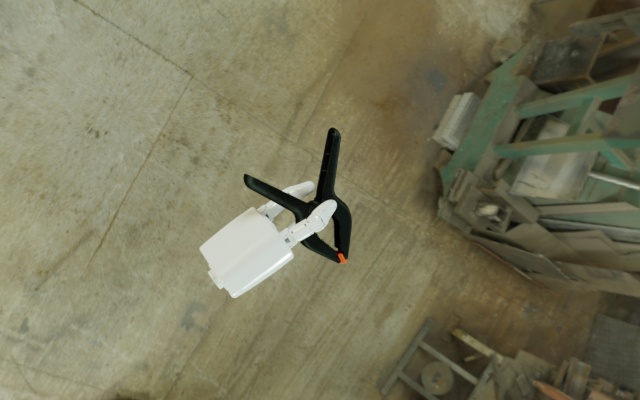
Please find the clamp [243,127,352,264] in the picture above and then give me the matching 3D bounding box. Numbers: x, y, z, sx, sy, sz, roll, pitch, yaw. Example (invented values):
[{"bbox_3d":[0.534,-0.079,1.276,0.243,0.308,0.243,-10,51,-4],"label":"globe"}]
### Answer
[{"bbox_3d":[0.001,0.003,0.741,0.164,0.210,0.036,-36,22,-13],"label":"clamp"}]
